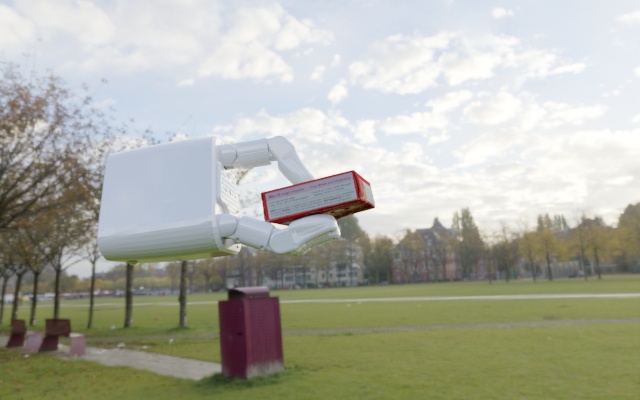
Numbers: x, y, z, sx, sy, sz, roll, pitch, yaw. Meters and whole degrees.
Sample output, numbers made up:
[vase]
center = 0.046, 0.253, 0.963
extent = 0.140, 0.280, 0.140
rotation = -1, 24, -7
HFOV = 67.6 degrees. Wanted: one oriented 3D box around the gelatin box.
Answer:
[gelatin box]
center = 0.000, 0.001, 0.439
extent = 0.089, 0.030, 0.073
rotation = -14, -11, 14
